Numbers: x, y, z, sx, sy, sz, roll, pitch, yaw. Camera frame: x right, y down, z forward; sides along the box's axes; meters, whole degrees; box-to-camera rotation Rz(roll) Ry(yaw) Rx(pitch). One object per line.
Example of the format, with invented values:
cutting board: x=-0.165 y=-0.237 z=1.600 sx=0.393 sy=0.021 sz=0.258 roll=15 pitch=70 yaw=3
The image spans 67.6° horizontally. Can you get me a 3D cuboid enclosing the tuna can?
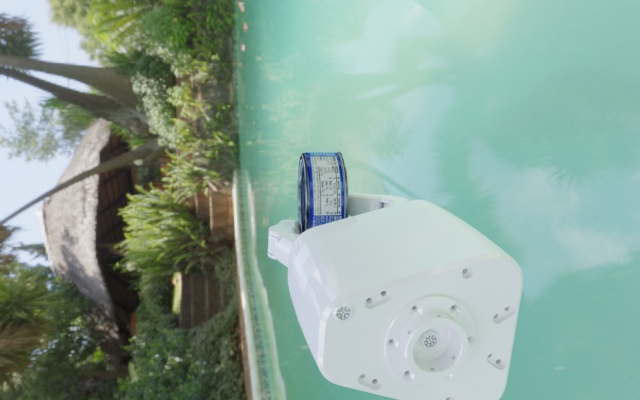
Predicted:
tuna can: x=-0.001 y=0.001 z=0.407 sx=0.034 sy=0.086 sz=0.086 roll=-1 pitch=0 yaw=-7
